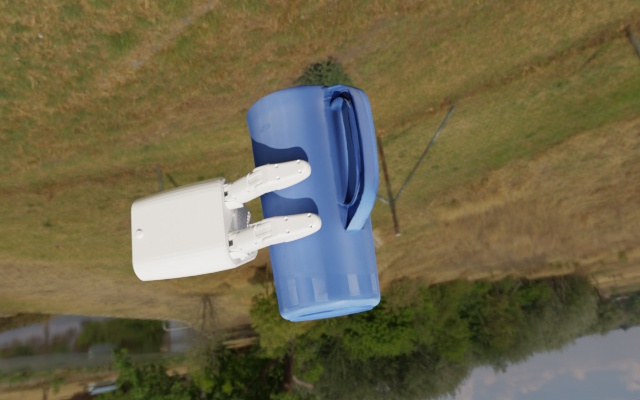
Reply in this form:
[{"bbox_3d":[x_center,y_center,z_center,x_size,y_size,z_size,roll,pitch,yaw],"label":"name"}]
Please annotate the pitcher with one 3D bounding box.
[{"bbox_3d":[0.000,0.002,0.528,0.145,0.242,0.149,-11,-17,7],"label":"pitcher"}]
